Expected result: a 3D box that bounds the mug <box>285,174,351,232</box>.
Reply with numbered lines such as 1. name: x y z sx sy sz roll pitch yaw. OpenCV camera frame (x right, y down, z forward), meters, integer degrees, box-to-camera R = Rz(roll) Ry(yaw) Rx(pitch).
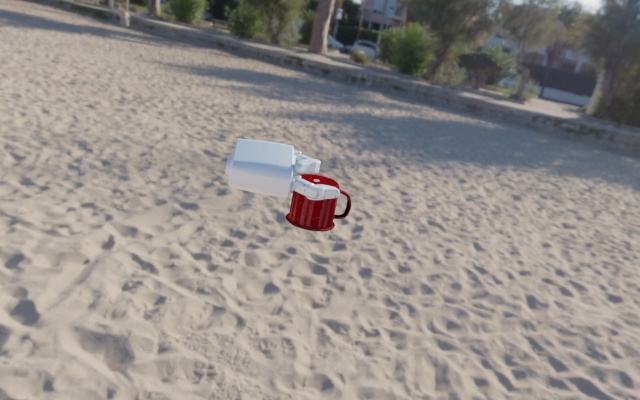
1. mug: 0.002 0.003 0.873 0.117 0.081 0.093 8 18 -10
